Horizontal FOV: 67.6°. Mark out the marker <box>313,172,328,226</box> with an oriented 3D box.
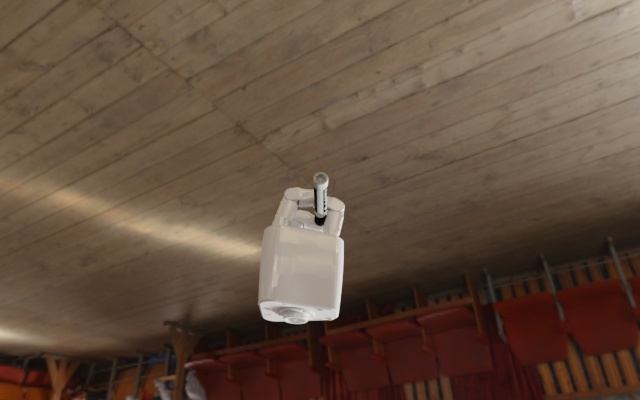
[{"bbox_3d":[0.000,0.002,0.657,0.020,0.020,0.121,0,-30,0],"label":"marker"}]
